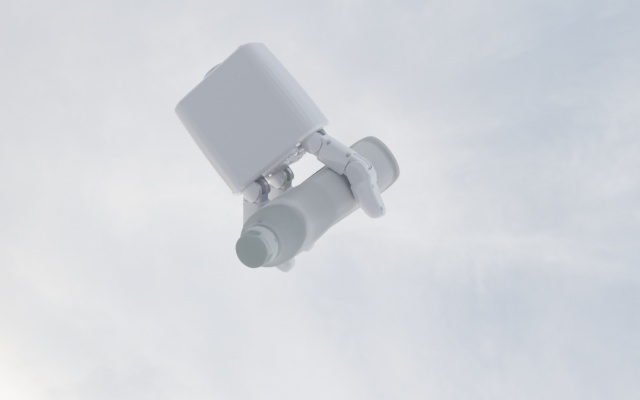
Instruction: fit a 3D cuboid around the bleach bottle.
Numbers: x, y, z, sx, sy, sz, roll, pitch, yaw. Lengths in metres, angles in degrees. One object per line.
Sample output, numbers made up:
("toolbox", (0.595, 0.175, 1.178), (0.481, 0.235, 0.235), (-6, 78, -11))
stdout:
("bleach bottle", (0.000, 0.002, 0.476), (0.102, 0.068, 0.250), (-37, -1, 28))
